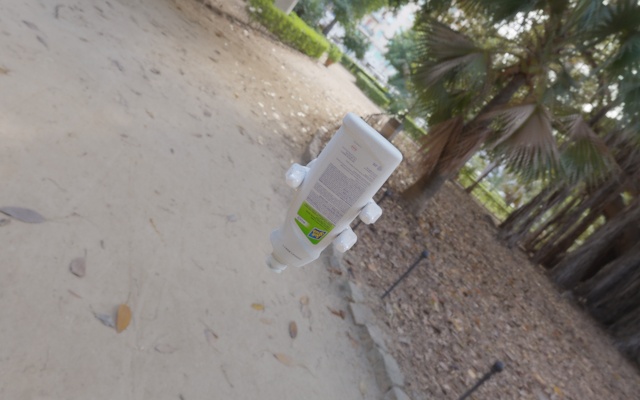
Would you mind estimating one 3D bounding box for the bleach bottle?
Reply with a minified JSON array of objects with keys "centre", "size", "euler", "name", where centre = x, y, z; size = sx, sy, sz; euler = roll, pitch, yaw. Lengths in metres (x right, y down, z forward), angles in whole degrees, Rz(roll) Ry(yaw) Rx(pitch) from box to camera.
[{"centre":[0.000,0.002,0.687],"size":[0.102,0.251,0.068],"euler":[40,16,0],"name":"bleach bottle"}]
